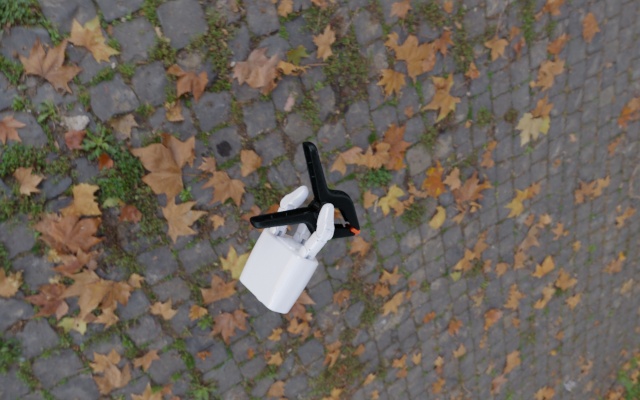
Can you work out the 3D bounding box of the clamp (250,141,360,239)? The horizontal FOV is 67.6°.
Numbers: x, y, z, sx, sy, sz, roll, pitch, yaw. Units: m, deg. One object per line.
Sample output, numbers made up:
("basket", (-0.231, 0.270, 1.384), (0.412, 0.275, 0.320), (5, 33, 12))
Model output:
("clamp", (0.001, 0.003, 0.820), (0.210, 0.164, 0.036), (24, 11, -38))
